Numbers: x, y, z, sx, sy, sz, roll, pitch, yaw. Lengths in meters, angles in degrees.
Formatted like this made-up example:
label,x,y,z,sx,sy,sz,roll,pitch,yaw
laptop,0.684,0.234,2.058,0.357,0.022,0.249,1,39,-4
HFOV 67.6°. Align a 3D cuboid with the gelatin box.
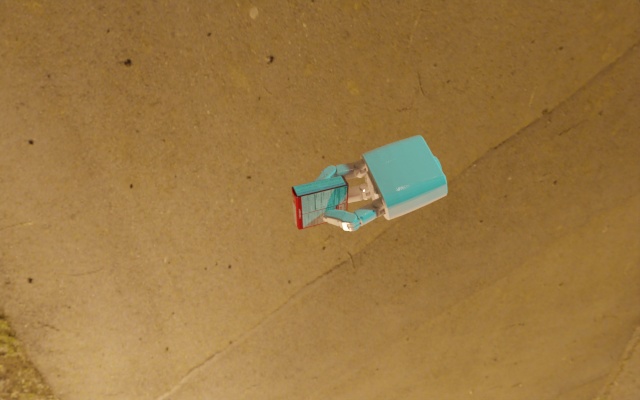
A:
label,x,y,z,sx,sy,sz,roll,pitch,yaw
gelatin box,0.000,0.003,0.769,0.089,0.073,0.030,-15,44,-14
